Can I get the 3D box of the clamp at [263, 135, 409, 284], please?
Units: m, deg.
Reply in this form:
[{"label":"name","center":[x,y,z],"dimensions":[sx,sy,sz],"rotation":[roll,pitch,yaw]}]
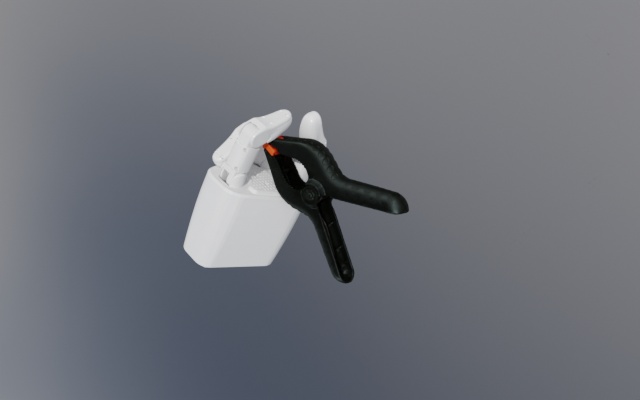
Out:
[{"label":"clamp","center":[0.000,0.002,0.493],"dimensions":[0.171,0.120,0.039],"rotation":[40,29,26]}]
